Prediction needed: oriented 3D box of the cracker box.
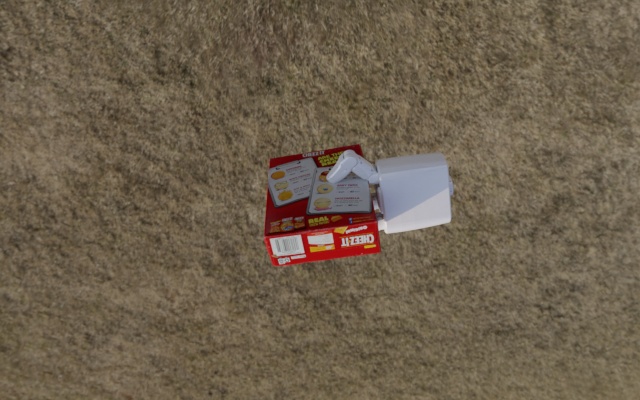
[{"bbox_3d":[0.000,0.002,0.766,0.164,0.072,0.213,-9,36,3],"label":"cracker box"}]
